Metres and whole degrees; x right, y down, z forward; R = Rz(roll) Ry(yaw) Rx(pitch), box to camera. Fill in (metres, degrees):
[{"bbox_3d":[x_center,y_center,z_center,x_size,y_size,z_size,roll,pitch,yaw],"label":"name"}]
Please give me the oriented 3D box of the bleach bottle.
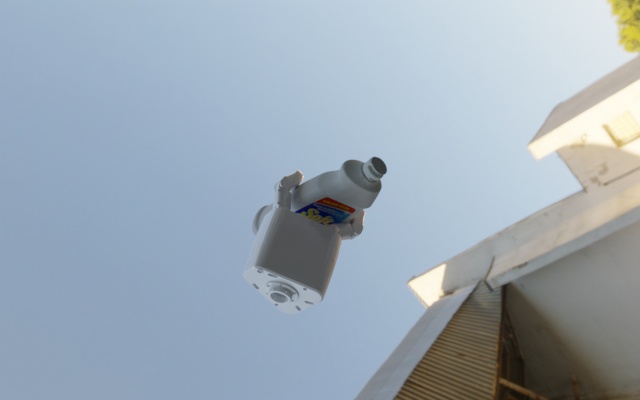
[{"bbox_3d":[0.000,0.002,0.734,0.102,0.068,0.251,35,-44,-19],"label":"bleach bottle"}]
